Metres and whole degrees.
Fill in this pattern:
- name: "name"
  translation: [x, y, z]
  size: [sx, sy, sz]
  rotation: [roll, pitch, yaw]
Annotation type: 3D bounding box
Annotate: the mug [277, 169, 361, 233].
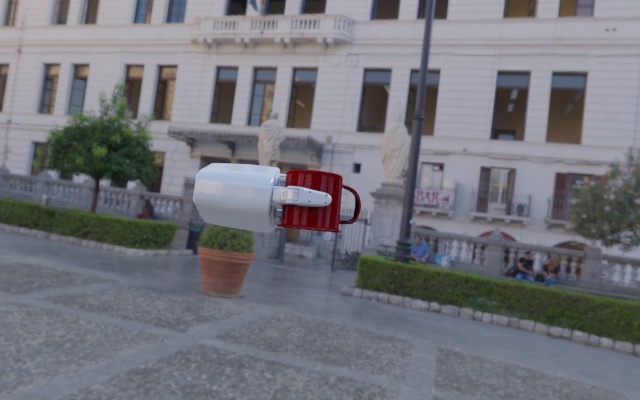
- name: "mug"
  translation: [0.002, 0.002, 0.678]
  size: [0.117, 0.081, 0.093]
  rotation: [6, -3, -3]
